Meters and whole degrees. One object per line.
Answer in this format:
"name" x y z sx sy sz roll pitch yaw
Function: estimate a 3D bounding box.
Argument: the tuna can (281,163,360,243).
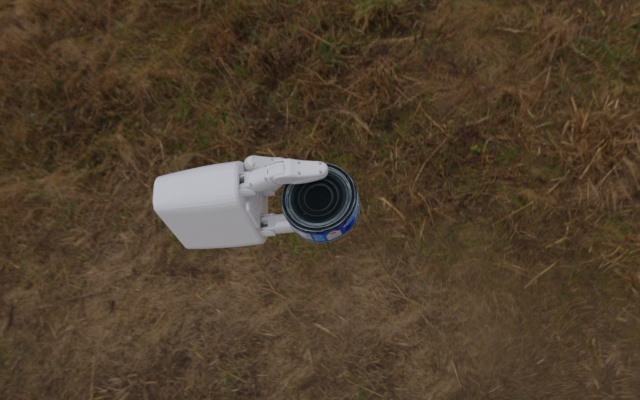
"tuna can" 0.000 0.001 0.530 0.086 0.086 0.034 0 -23 11
